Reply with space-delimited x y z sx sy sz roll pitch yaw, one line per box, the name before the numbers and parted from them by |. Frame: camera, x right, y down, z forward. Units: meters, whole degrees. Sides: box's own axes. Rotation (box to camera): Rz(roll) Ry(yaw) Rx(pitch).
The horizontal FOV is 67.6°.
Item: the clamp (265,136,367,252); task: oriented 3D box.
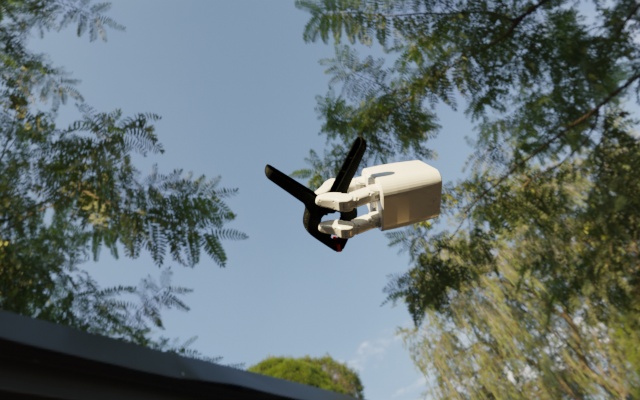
clamp | 0.000 0.003 0.792 0.164 0.210 0.036 -11 35 -8
